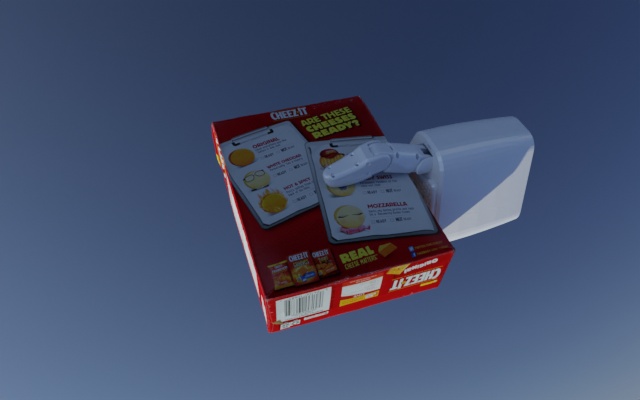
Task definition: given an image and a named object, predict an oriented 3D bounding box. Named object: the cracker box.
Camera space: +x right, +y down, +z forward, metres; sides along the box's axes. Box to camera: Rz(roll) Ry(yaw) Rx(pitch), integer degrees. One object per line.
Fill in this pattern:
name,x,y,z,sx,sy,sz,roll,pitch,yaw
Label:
cracker box,0.000,0.002,0.458,0.164,0.213,0.072,-13,-39,-15
